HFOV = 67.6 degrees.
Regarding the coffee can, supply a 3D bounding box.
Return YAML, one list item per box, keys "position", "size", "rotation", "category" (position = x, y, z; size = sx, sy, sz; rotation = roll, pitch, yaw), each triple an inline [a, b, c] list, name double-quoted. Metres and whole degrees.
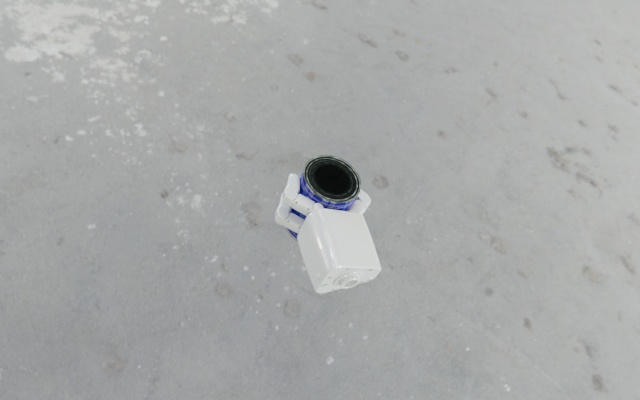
- position: [0.000, 0.003, 0.848]
  size: [0.103, 0.102, 0.140]
  rotation: [0, -36, -21]
  category: "coffee can"
